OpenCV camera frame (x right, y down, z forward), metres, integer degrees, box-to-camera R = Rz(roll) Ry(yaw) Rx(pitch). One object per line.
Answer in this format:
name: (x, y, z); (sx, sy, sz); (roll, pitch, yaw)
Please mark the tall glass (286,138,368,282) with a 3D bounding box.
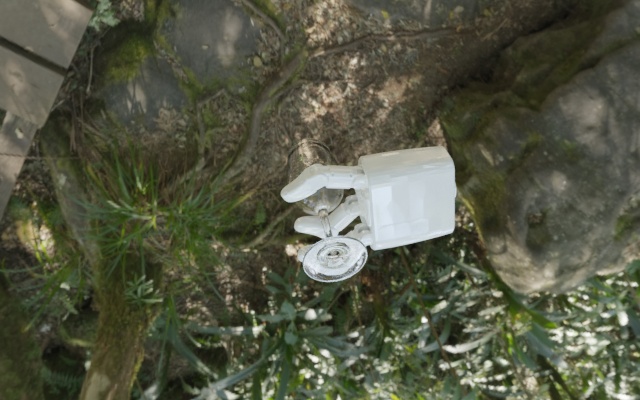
tall glass: (0.000, 0.002, 0.605); (0.079, 0.079, 0.200); (0, 41, -13)
